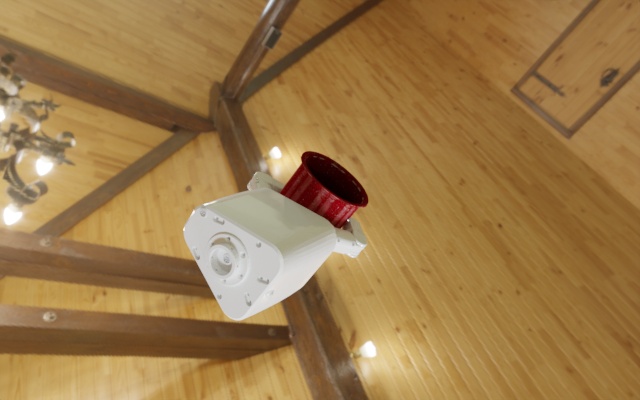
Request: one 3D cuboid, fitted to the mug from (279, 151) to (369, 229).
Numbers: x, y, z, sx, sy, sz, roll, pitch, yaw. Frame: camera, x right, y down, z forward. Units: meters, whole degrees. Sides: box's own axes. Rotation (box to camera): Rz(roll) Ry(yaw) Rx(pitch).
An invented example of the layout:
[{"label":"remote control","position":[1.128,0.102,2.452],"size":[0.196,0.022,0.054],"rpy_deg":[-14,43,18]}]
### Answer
[{"label":"mug","position":[0.001,0.002,0.564],"size":[0.093,0.081,0.117],"rpy_deg":[45,24,15]}]
